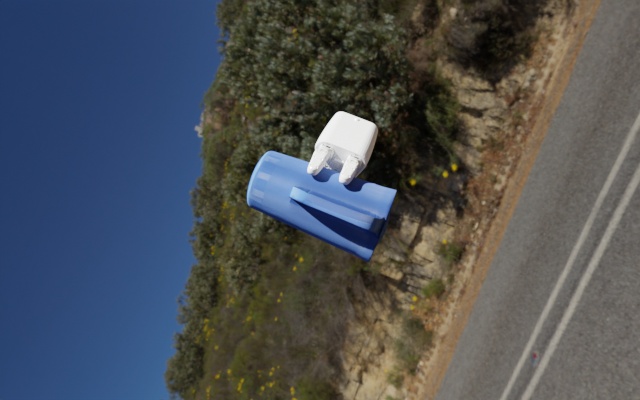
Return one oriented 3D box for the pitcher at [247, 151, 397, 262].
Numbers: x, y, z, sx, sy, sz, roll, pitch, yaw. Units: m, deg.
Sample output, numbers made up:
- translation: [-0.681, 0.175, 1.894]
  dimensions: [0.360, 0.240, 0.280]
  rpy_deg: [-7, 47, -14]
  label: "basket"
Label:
- translation: [0.000, 0.003, 0.821]
  dimensions: [0.243, 0.145, 0.149]
  rpy_deg: [21, -42, 6]
  label: "pitcher"
